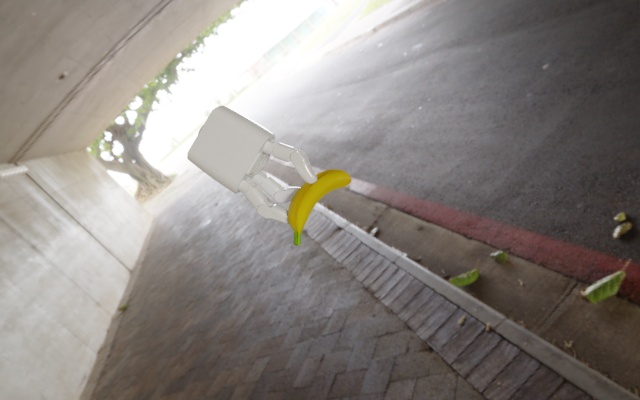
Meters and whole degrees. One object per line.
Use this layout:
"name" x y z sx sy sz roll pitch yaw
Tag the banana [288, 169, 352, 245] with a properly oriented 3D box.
"banana" -0.004 -0.010 0.817 0.037 0.070 0.197 14 42 29
